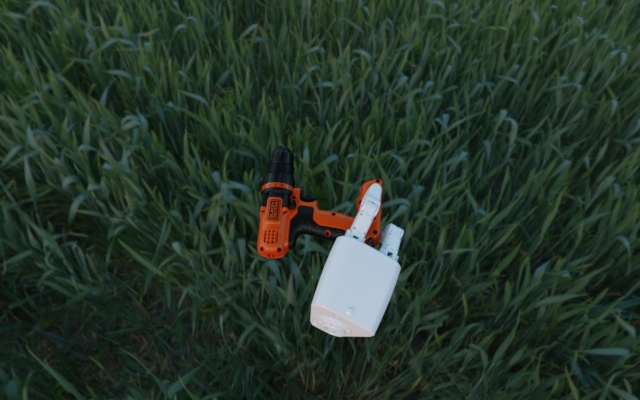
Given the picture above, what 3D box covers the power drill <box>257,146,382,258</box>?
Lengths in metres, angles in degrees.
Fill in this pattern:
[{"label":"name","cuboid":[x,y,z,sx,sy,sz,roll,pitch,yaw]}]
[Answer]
[{"label":"power drill","cuboid":[0.001,0.003,0.739,0.187,0.184,0.057,2,-21,6]}]
